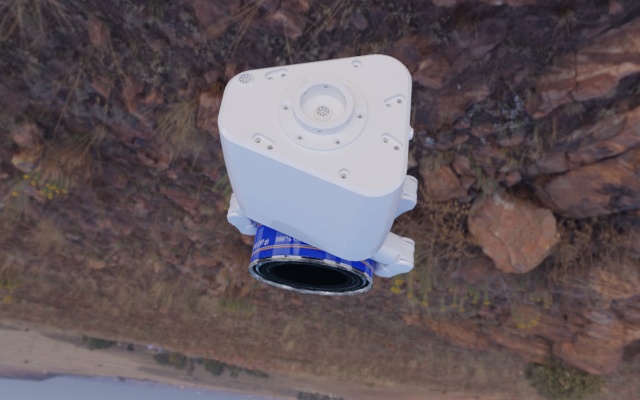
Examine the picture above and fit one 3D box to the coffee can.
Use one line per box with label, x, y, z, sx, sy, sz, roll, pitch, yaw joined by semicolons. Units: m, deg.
coffee can;0.000;0.001;0.417;0.103;0.140;0.103;6;-24;3
